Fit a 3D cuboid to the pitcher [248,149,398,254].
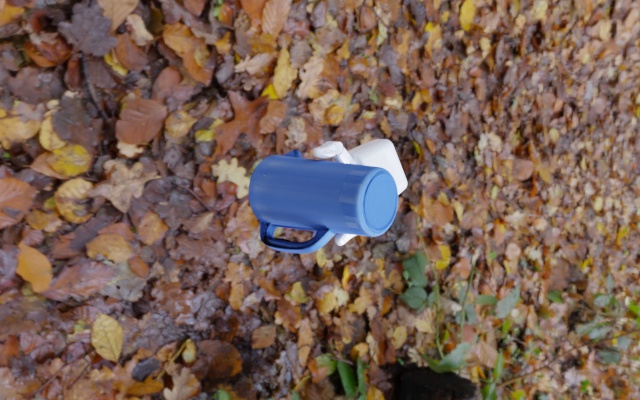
[{"bbox_3d":[0.000,0.003,0.802,0.243,0.149,0.145,7,25,42],"label":"pitcher"}]
